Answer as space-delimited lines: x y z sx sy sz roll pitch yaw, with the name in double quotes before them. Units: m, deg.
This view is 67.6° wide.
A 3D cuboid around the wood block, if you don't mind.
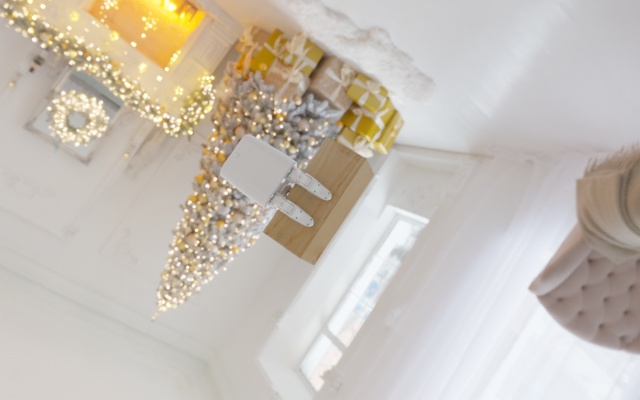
"wood block" 0.000 0.003 0.870 0.090 0.206 0.091 32 -5 21
